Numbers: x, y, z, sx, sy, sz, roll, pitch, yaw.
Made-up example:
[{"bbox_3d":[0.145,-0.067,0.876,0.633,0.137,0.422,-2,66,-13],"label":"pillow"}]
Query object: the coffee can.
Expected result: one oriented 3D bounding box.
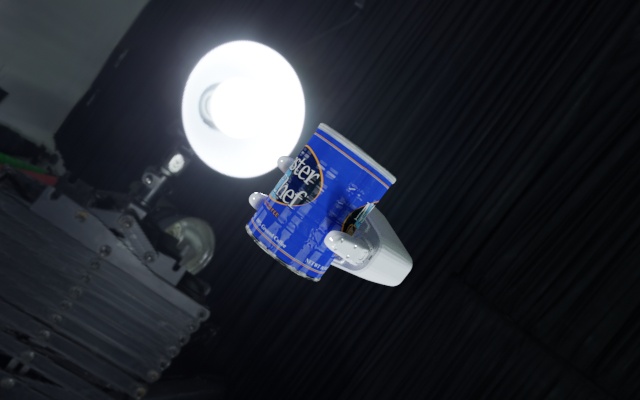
[{"bbox_3d":[0.000,0.002,0.525,0.103,0.140,0.103,37,4,-3],"label":"coffee can"}]
